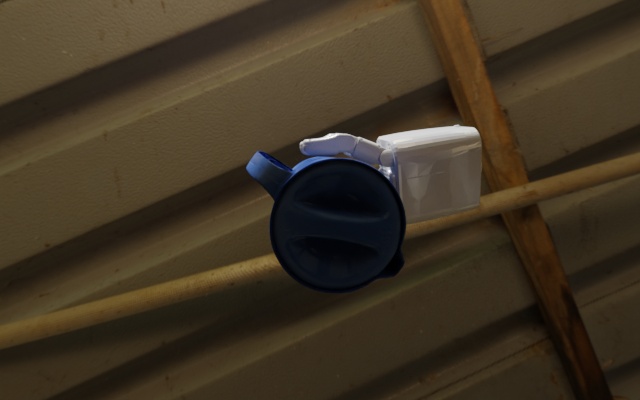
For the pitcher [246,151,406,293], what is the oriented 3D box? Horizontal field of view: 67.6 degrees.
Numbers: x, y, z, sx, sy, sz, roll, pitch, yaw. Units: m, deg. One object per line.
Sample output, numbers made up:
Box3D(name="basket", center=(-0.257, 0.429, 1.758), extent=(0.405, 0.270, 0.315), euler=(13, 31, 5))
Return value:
Box3D(name="pitcher", center=(0.000, 0.002, 0.569), extent=(0.145, 0.149, 0.243), euler=(-10, 10, -3))
